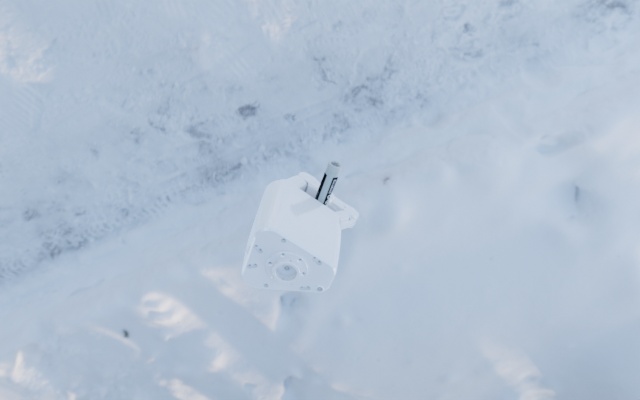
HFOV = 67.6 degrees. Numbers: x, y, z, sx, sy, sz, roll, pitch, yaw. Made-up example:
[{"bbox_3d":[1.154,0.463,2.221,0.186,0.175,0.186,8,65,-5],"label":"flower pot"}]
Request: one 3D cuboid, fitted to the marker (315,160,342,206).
[{"bbox_3d":[0.000,0.002,0.632,0.020,0.121,0.020,16,31,-10],"label":"marker"}]
